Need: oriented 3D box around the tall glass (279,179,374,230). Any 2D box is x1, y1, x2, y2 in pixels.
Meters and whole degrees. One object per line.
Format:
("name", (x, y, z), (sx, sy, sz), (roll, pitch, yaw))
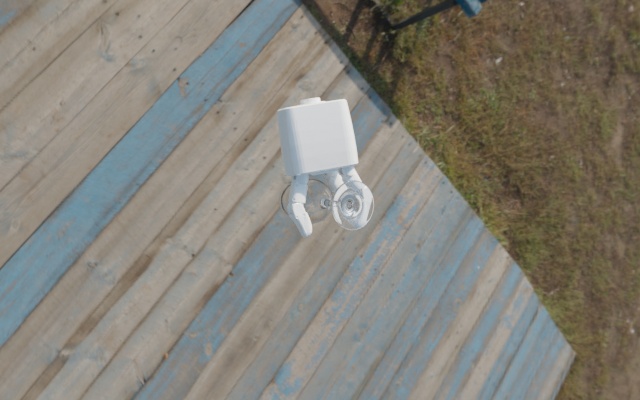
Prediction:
("tall glass", (0.000, 0.003, 0.790), (0.079, 0.079, 0.201), (0, 2, -30))
